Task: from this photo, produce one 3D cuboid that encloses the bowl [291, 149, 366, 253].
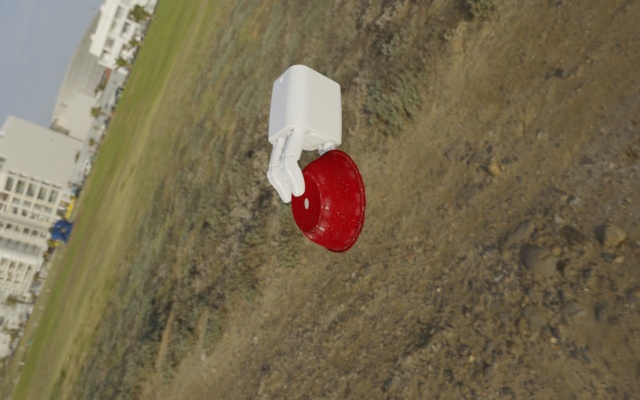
[{"bbox_3d":[0.000,0.004,0.728,0.055,0.162,0.162,-3,2,-32],"label":"bowl"}]
